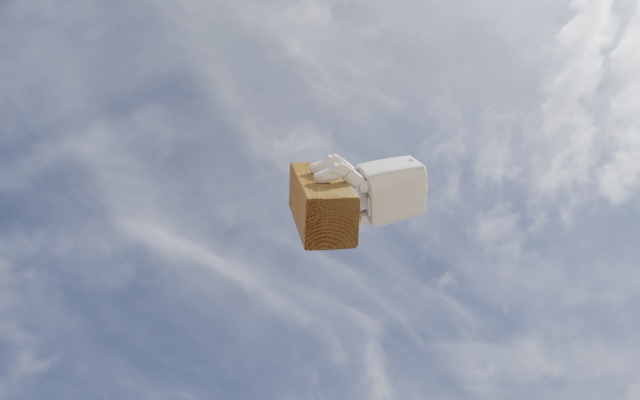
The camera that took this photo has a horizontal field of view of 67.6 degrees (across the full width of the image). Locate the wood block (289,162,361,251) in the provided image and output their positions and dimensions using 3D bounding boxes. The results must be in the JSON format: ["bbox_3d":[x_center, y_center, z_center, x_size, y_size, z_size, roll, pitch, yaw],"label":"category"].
[{"bbox_3d":[0.000,0.003,0.847,0.090,0.091,0.206,-2,20,-10],"label":"wood block"}]
